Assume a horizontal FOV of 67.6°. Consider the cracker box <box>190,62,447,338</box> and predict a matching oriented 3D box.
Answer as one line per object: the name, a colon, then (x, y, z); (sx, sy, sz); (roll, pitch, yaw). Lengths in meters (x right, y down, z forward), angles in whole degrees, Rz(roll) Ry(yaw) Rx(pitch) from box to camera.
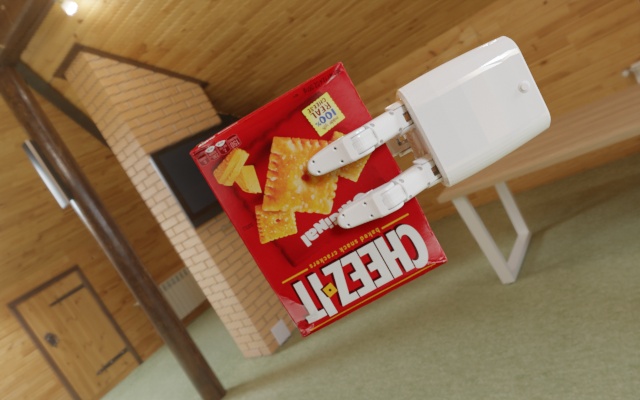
cracker box: (0.000, 0.001, 0.469); (0.164, 0.214, 0.072); (-29, 9, 5)
